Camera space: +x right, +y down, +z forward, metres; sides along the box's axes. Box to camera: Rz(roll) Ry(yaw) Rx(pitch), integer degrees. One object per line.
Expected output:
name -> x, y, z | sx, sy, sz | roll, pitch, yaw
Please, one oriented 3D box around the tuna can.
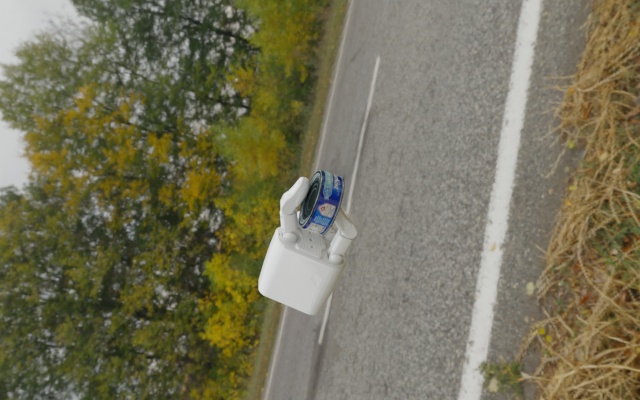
tuna can -> 0.000, 0.002, 0.657 | 0.034, 0.086, 0.086 | 19, -5, -14
